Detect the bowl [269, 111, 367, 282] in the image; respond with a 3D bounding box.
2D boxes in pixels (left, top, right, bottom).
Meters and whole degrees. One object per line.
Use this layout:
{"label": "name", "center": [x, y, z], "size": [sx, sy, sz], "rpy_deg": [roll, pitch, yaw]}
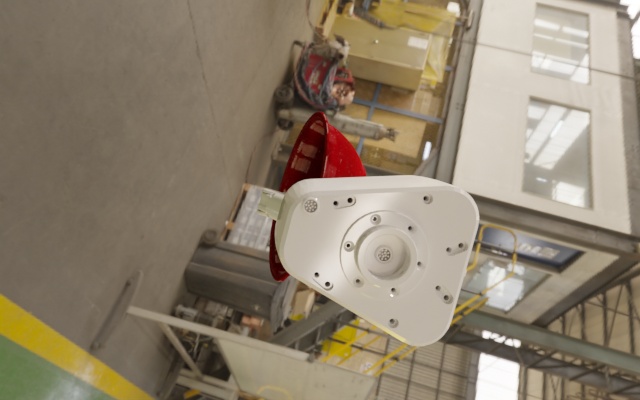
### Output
{"label": "bowl", "center": [0.000, 0.001, 0.454], "size": [0.055, 0.162, 0.162], "rpy_deg": [14, -4, -16]}
